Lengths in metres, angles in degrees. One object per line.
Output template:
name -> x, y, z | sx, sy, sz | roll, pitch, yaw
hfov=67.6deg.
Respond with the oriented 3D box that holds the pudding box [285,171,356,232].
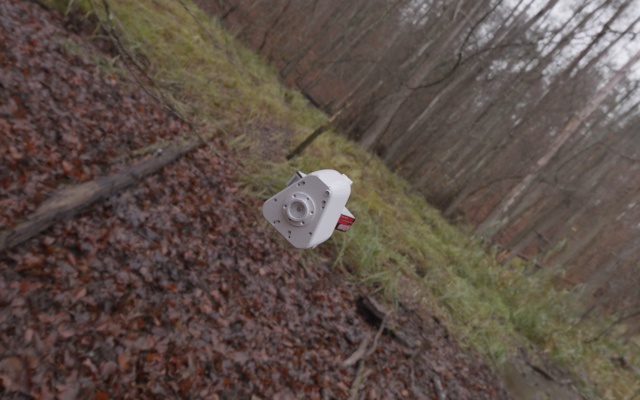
pudding box -> 0.000, 0.003, 0.856 | 0.090, 0.039, 0.113 | 22, 24, -51
